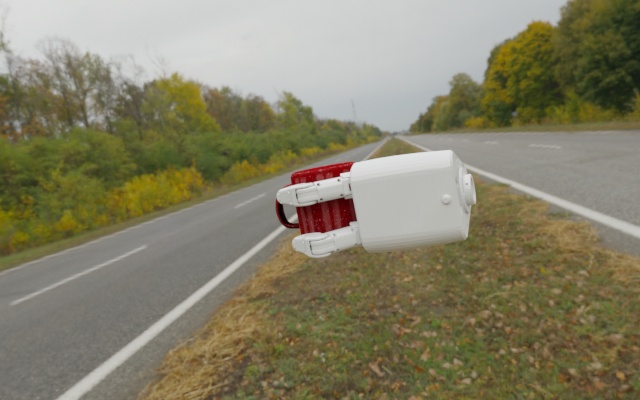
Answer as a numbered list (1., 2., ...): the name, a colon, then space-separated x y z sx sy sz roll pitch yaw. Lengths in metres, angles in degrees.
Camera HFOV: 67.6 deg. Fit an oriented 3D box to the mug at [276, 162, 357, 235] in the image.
1. mug: -0.001 0.002 0.571 0.117 0.081 0.093 -8 7 23
